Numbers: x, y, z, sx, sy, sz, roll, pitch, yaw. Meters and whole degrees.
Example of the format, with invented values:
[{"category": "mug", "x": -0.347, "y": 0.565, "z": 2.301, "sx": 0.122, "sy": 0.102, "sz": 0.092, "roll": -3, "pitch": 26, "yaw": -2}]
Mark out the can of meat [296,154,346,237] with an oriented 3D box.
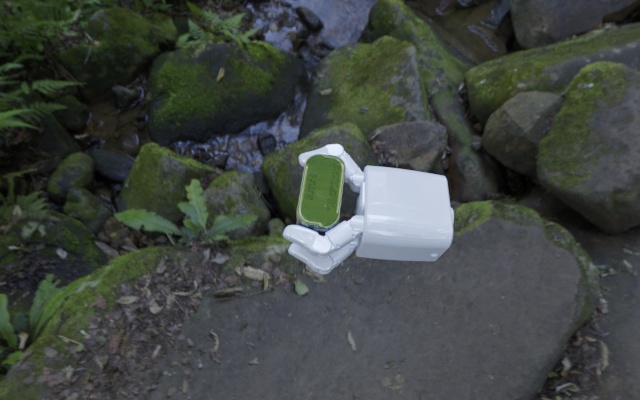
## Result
[{"category": "can of meat", "x": 0.000, "y": 0.002, "z": 0.608, "sx": 0.057, "sy": 0.102, "sz": 0.084, "roll": 8, "pitch": -23, "yaw": 0}]
